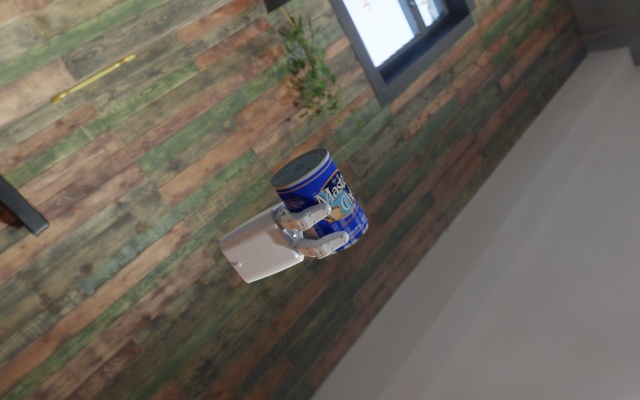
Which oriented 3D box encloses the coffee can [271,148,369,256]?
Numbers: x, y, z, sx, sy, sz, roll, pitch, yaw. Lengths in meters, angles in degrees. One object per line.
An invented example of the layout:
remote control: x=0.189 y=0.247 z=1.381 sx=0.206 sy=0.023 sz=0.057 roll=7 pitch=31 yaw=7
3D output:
coffee can: x=0.000 y=0.002 z=0.766 sx=0.103 sy=0.140 sz=0.102 roll=-27 pitch=22 yaw=12
